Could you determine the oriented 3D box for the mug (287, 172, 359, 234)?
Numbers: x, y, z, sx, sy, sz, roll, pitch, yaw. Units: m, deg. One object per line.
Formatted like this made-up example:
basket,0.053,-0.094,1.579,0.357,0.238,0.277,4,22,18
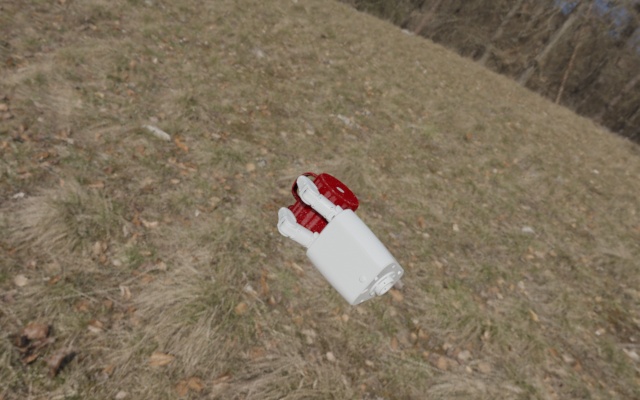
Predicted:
mug,-0.001,0.001,0.768,0.117,0.081,0.093,48,19,26
